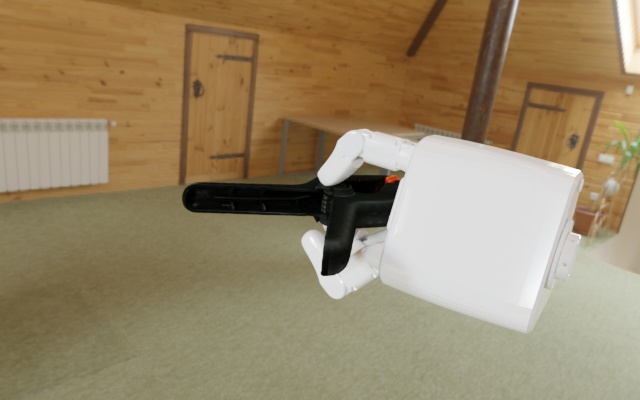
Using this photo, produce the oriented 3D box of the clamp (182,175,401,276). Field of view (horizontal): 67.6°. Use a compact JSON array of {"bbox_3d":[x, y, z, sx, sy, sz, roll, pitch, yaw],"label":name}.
[{"bbox_3d":[0.001,0.001,0.417,0.164,0.036,0.210,18,20,31],"label":"clamp"}]
